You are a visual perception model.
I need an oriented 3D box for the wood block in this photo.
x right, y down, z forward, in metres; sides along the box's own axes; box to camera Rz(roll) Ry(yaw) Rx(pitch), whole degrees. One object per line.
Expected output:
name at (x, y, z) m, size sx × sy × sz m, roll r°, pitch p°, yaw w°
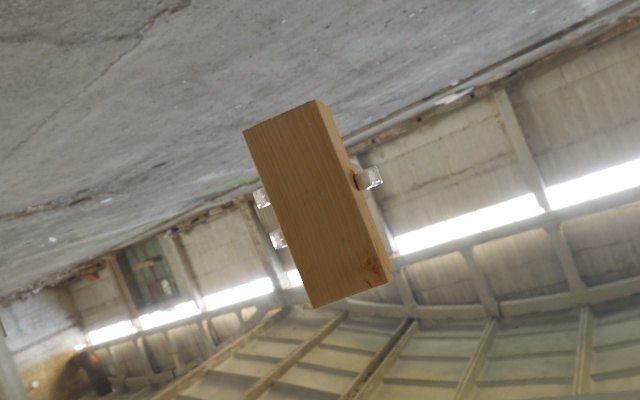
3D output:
wood block at (0.000, 0.002, 0.545) m, size 0.091 × 0.206 × 0.090 m, roll -22°, pitch 1°, yaw 12°
